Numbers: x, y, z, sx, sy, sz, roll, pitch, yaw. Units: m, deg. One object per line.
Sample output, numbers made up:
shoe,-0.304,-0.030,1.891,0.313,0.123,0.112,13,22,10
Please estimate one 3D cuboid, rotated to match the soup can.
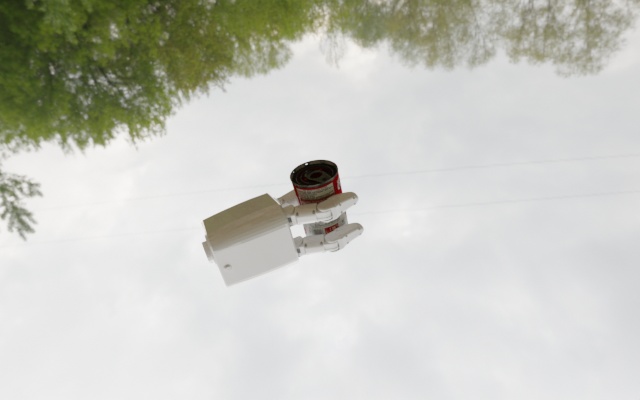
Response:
soup can,0.001,0.002,0.682,0.068,0.102,0.068,-9,34,6
